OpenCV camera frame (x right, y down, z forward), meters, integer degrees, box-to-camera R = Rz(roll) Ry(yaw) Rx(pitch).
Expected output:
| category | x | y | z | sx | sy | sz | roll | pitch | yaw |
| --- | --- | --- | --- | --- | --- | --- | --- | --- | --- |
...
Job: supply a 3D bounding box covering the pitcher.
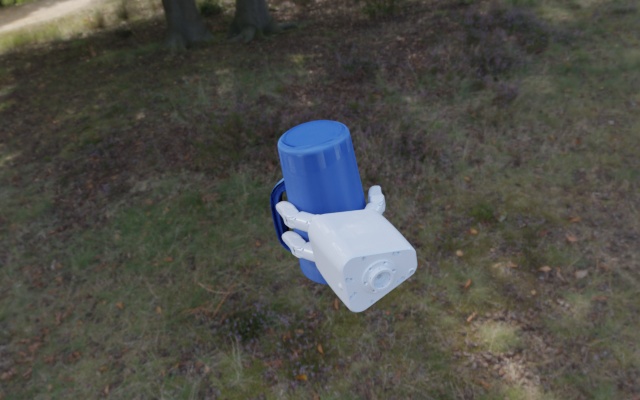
| category | x | y | z | sx | sy | sz | roll | pitch | yaw |
| --- | --- | --- | --- | --- | --- | --- | --- | --- | --- |
| pitcher | 0.000 | 0.003 | 0.760 | 0.149 | 0.243 | 0.145 | -20 | 32 | -12 |
